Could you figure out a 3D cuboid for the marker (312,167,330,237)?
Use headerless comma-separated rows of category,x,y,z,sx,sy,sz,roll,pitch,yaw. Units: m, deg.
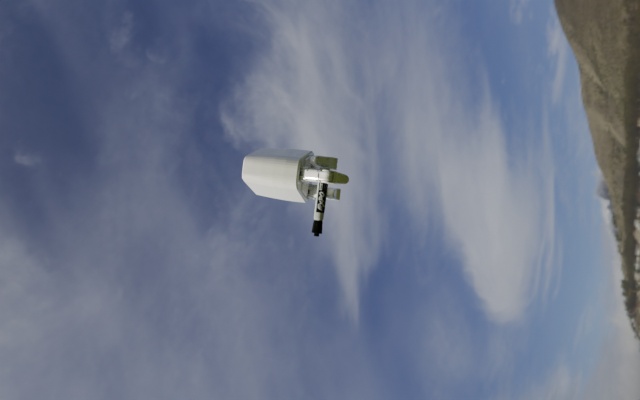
marker,0.000,0.003,0.836,0.020,0.121,0.020,7,-1,0
